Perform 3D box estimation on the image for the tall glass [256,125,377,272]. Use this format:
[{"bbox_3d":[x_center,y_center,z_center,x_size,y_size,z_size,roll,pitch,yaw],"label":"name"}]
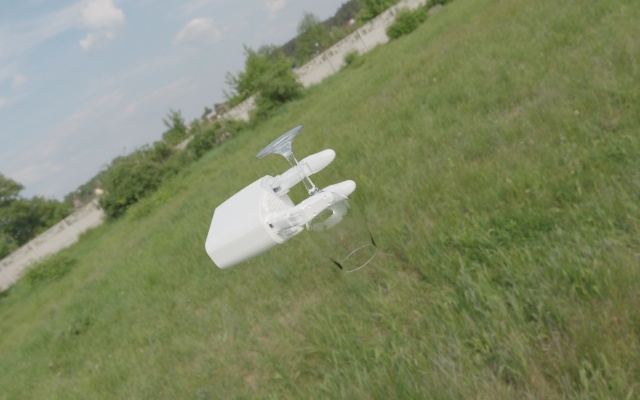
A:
[{"bbox_3d":[0.000,0.002,0.650,0.079,0.201,0.079,-32,15,10],"label":"tall glass"}]
